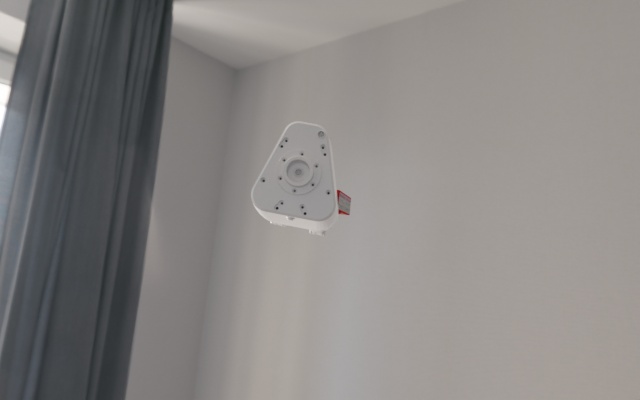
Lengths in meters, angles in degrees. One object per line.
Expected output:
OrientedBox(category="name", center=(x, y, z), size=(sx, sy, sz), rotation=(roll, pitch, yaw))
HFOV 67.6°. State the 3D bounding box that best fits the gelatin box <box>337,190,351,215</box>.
OrientedBox(category="gelatin box", center=(0.000, 0.002, 0.689), size=(0.073, 0.030, 0.089), rotation=(4, -5, 15))
